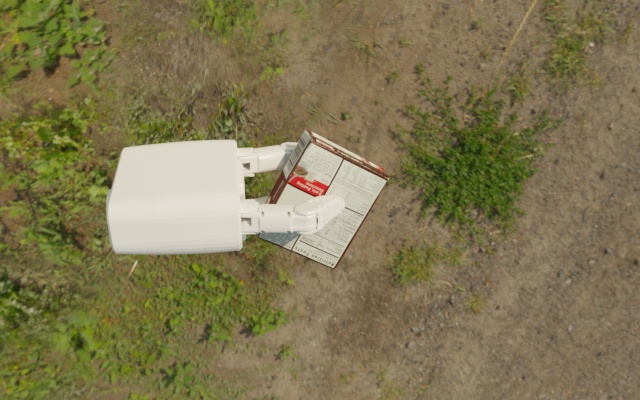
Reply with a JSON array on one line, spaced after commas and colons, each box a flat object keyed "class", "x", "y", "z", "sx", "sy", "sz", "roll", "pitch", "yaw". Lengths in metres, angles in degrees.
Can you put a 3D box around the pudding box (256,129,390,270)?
[{"class": "pudding box", "x": 0.000, "y": 0.002, "z": 0.467, "sx": 0.090, "sy": 0.113, "sz": 0.039, "roll": 25, "pitch": 18, "yaw": -18}]
